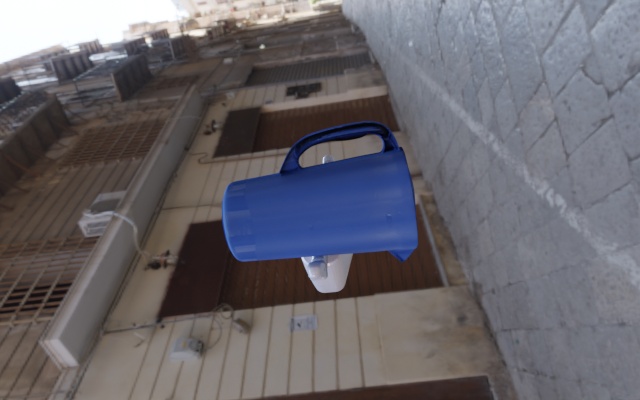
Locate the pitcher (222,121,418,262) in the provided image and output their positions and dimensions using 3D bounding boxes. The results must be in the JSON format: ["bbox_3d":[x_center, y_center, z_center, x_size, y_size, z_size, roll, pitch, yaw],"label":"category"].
[{"bbox_3d":[0.000,0.002,0.625,0.243,0.149,0.145,-8,-33,5],"label":"pitcher"}]
